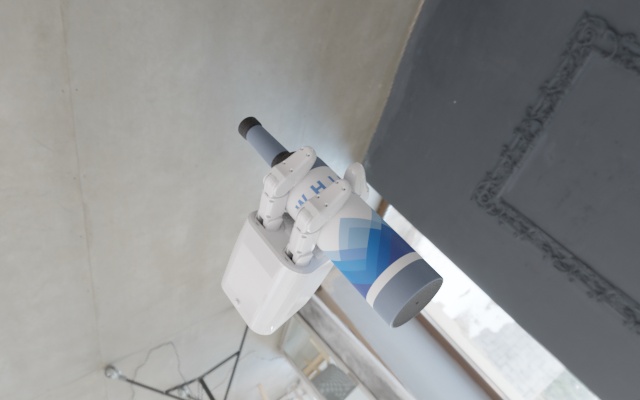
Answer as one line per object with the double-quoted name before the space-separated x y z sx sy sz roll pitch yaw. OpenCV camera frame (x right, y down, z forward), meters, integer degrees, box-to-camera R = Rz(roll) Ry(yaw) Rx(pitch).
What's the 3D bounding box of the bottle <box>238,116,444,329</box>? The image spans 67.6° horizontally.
"bottle" 0.000 0.002 0.507 0.069 0.069 0.295 0 39 -51
